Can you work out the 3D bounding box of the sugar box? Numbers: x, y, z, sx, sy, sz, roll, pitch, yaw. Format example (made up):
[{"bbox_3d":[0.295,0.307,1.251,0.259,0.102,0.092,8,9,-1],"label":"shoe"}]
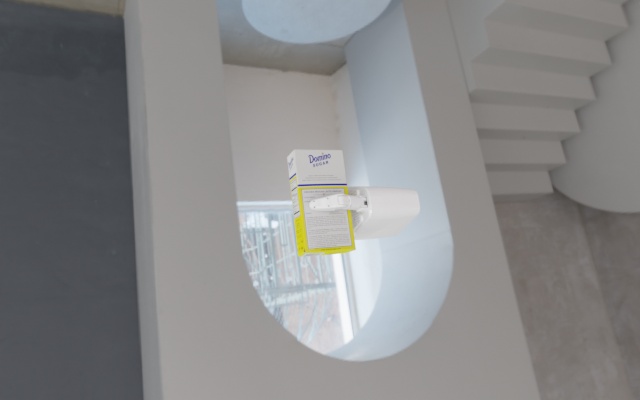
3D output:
[{"bbox_3d":[0.000,0.003,0.808,0.093,0.176,0.048,-1,-16,-23],"label":"sugar box"}]
